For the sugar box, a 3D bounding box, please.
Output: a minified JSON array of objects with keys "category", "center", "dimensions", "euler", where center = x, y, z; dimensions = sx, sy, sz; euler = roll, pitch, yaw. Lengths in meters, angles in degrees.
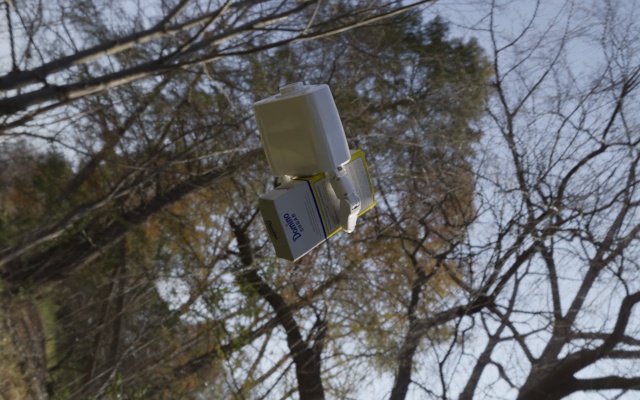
[{"category":"sugar box","center":[0.000,0.002,0.675],"dimensions":[0.176,0.093,0.048],"euler":[-30,23,-34]}]
